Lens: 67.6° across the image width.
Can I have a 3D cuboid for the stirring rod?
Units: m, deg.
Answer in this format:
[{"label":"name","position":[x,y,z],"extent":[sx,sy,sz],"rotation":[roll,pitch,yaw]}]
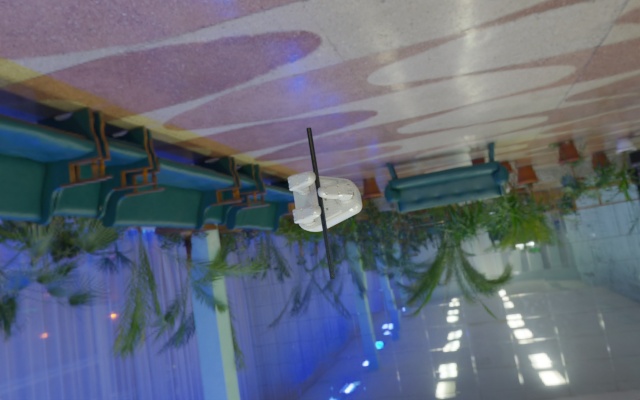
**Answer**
[{"label":"stirring rod","position":[0.000,0.002,0.746],"extent":[0.011,0.239,0.011],"rotation":[-9,-8,-1]}]
